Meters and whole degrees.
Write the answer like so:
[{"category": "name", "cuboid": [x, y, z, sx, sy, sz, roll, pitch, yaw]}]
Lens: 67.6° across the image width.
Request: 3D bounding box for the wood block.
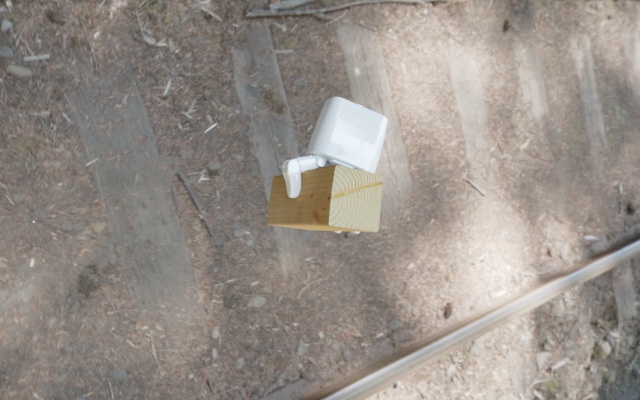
[{"category": "wood block", "cuboid": [0.000, 0.002, 0.783, 0.091, 0.090, 0.206, 11, -8, -30]}]
